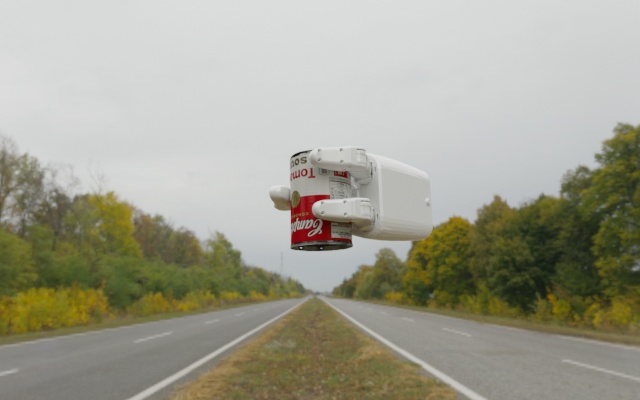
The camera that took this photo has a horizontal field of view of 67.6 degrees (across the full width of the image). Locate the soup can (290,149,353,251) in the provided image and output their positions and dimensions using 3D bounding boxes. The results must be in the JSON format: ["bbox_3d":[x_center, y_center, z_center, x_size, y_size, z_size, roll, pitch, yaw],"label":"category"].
[{"bbox_3d":[0.000,0.001,0.525,0.068,0.102,0.068,-1,-11,0],"label":"soup can"}]
